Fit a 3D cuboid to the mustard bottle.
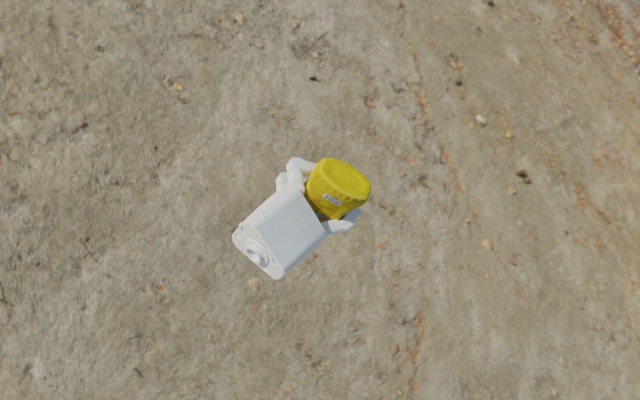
[{"bbox_3d":[0.000,0.002,0.822,0.096,0.058,0.192,28,-33,-14],"label":"mustard bottle"}]
